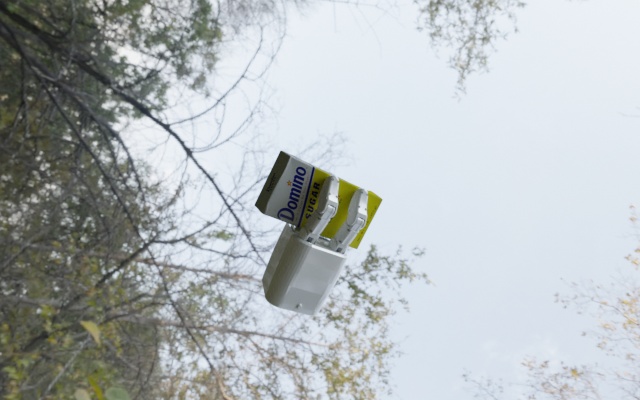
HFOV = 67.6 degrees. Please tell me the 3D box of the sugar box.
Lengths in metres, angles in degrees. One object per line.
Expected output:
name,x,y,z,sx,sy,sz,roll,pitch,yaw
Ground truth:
sugar box,0.000,0.003,0.716,0.176,0.093,0.048,22,8,-32
